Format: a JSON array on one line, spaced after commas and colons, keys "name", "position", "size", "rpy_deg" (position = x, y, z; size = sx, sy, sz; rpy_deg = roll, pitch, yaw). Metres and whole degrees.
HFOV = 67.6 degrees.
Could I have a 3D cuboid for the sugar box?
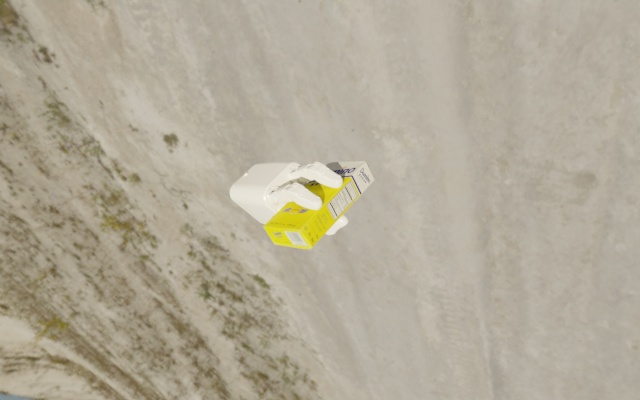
[{"name": "sugar box", "position": [0.000, 0.002, 0.766], "size": [0.093, 0.048, 0.176], "rpy_deg": [2, 42, 47]}]
